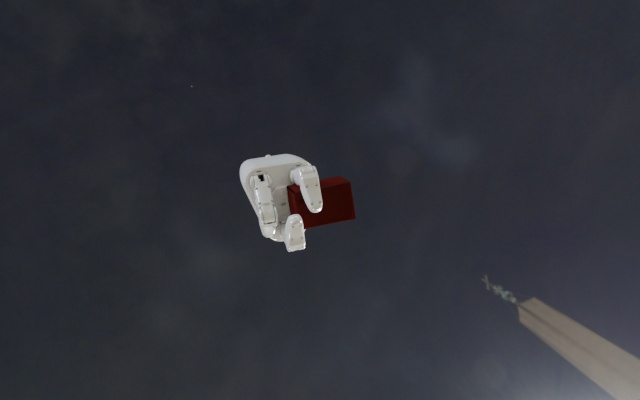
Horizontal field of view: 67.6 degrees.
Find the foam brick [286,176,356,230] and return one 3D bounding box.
[{"bbox_3d":[0.000,0.002,0.634,0.078,0.053,0.051,-10,14,-12],"label":"foam brick"}]
